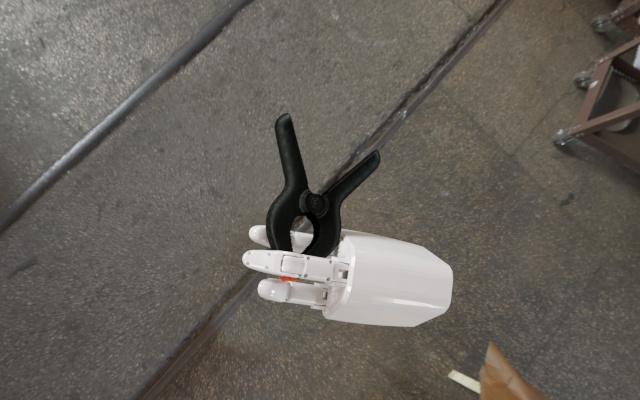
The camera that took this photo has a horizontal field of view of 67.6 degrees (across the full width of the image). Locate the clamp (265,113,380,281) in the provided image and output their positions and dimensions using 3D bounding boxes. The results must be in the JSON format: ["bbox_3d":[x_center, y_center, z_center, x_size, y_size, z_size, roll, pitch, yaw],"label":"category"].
[{"bbox_3d":[0.000,0.002,0.497,0.120,0.171,0.039,10,-9,-10],"label":"clamp"}]
